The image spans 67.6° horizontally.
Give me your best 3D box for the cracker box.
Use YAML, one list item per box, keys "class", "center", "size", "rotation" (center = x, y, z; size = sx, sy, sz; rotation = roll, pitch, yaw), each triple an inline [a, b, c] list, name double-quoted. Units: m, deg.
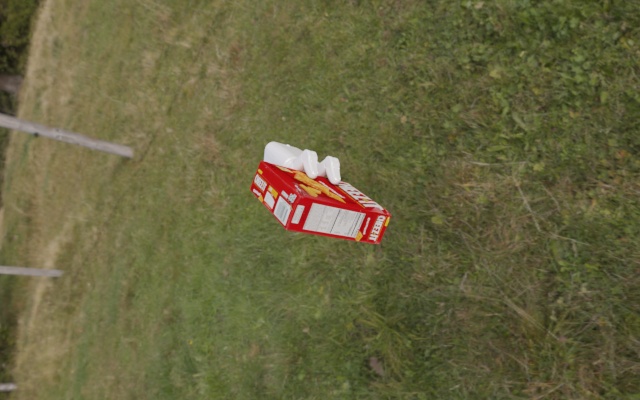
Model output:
- class: "cracker box"
  center: [0.000, 0.003, 0.888]
  size: [0.214, 0.072, 0.164]
  rotation: [11, 18, -36]
